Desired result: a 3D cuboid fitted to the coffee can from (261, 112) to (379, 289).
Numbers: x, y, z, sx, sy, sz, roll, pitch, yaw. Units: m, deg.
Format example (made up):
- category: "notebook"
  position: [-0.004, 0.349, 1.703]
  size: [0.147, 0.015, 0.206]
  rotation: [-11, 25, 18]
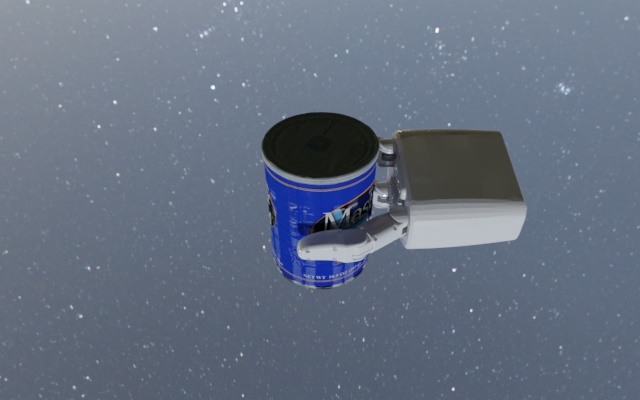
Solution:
- category: "coffee can"
  position: [0.000, 0.001, 0.461]
  size: [0.103, 0.140, 0.102]
  rotation: [0, 41, 0]
